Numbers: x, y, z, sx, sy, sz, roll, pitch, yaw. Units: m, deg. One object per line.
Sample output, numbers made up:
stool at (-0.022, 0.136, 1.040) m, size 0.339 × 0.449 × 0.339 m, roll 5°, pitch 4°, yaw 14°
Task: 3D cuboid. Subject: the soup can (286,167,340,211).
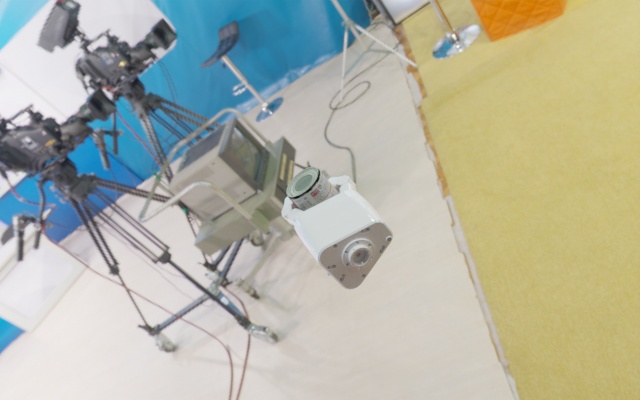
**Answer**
soup can at (0.000, 0.002, 0.784) m, size 0.068 × 0.068 × 0.102 m, roll 0°, pitch -40°, yaw 49°
